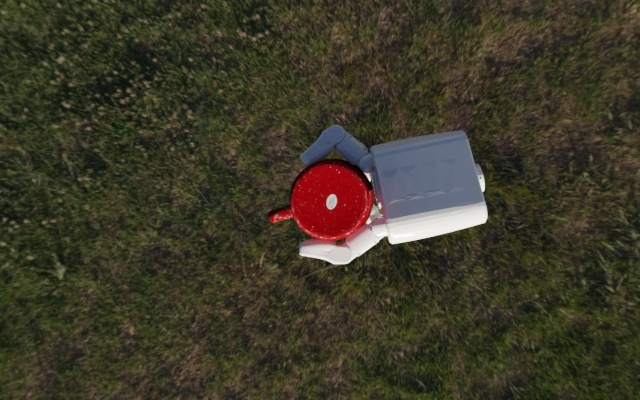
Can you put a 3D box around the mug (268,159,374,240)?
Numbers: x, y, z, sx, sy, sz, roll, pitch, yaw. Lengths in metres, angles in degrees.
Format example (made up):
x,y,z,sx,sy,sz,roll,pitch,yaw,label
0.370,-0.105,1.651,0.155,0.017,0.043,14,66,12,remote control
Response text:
x,y,z,sx,sy,sz,roll,pitch,yaw,label
-0.001,0.002,0.514,0.117,0.093,0.081,-13,0,5,mug
